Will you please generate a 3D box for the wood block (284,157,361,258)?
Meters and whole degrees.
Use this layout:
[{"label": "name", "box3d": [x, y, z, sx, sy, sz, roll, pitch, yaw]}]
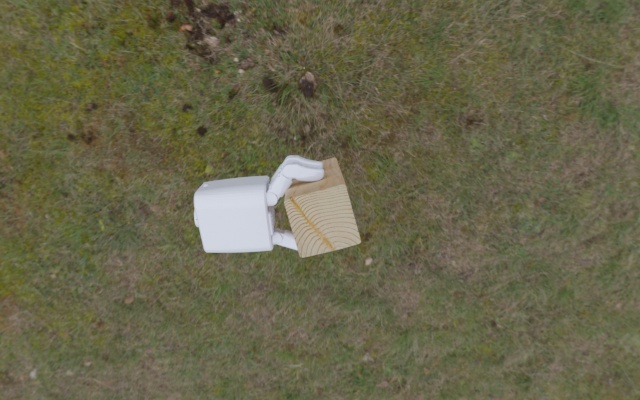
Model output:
[{"label": "wood block", "box3d": [0.000, 0.003, 0.750, 0.090, 0.091, 0.206, -15, 15, 2]}]
